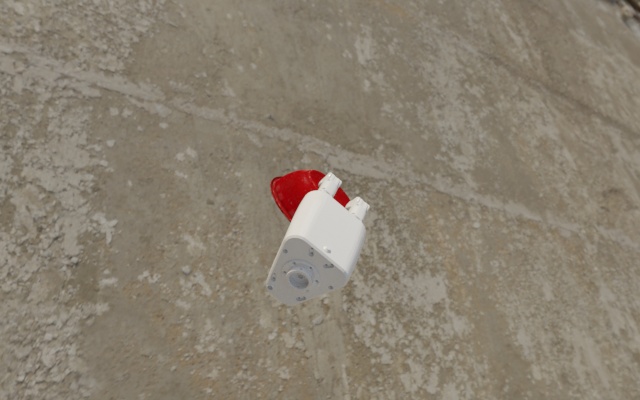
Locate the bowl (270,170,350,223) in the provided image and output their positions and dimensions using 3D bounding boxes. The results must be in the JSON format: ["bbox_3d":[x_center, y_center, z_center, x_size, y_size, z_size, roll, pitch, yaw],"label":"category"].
[{"bbox_3d":[0.000,0.002,0.759,0.055,0.162,0.162,-47,-20,20],"label":"bowl"}]
